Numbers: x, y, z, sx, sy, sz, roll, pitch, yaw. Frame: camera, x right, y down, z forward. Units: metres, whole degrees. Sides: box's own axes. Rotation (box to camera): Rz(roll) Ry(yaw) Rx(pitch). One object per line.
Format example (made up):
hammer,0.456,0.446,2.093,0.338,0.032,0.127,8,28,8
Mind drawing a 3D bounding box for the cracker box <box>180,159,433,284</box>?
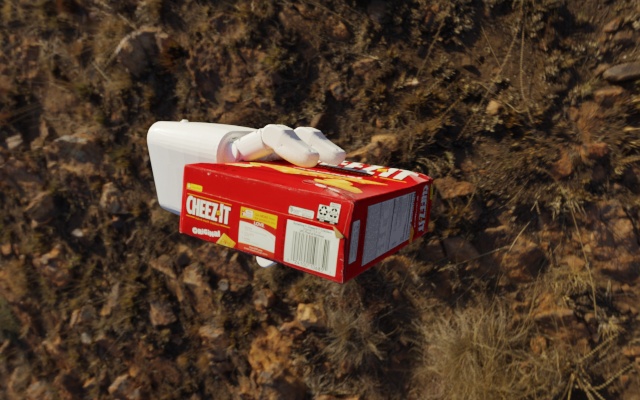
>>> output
cracker box,0.000,0.002,0.465,0.164,0.072,0.213,13,13,27
